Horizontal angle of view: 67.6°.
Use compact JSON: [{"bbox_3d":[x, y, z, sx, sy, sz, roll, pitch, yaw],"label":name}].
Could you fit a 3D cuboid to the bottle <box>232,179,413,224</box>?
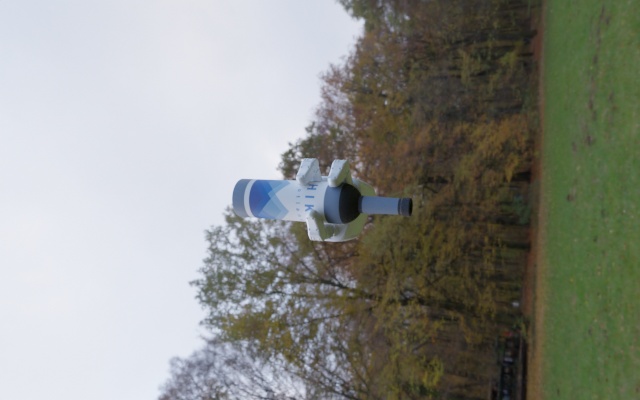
[{"bbox_3d":[0.000,0.003,0.772,0.295,0.069,0.069,3,1,22],"label":"bottle"}]
